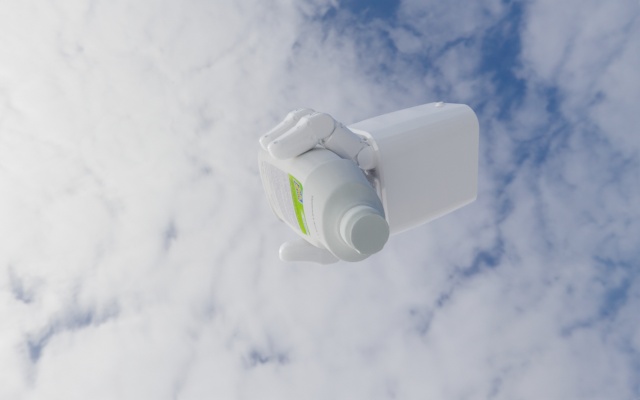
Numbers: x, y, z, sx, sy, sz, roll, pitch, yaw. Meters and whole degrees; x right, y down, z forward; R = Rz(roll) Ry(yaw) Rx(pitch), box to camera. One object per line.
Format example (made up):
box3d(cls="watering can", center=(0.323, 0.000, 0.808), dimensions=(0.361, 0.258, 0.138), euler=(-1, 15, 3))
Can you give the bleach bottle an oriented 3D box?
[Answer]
box3d(cls="bleach bottle", center=(0.000, 0.001, 0.435), dimensions=(0.068, 0.102, 0.250), euler=(-20, 18, -11))
